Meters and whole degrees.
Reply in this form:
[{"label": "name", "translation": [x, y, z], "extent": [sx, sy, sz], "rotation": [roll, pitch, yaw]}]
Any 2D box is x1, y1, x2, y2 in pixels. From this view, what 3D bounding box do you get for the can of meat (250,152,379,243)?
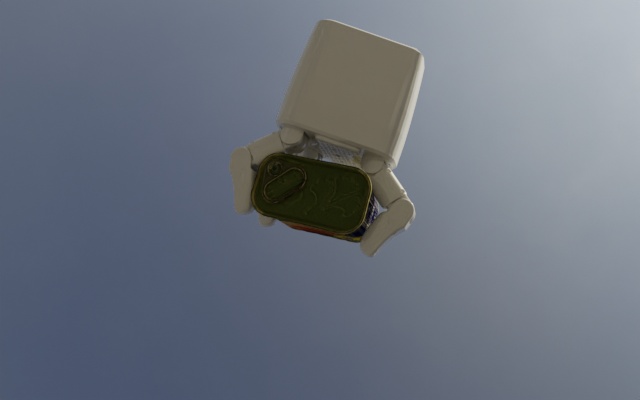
[{"label": "can of meat", "translation": [0.000, 0.002, 0.437], "extent": [0.102, 0.057, 0.084], "rotation": [12, -9, 16]}]
